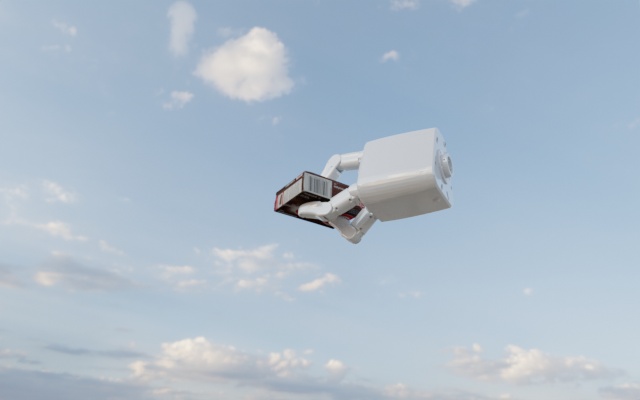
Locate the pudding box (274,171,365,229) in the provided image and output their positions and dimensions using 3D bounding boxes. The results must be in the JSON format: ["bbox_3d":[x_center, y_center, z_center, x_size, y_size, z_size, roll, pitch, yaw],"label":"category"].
[{"bbox_3d":[0.000,0.002,0.721,0.113,0.039,0.090,20,-31,-26],"label":"pudding box"}]
